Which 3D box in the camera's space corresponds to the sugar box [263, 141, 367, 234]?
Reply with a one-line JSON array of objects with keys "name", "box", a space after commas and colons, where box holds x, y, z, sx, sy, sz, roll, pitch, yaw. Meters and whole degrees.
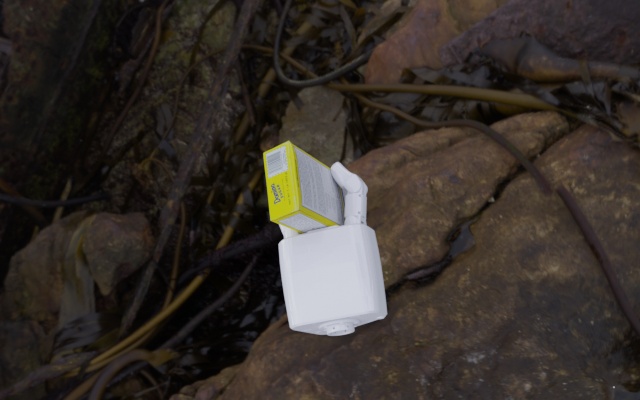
[{"name": "sugar box", "box": [0.000, 0.002, 0.610, 0.048, 0.093, 0.176, -20, -28, 24]}]
